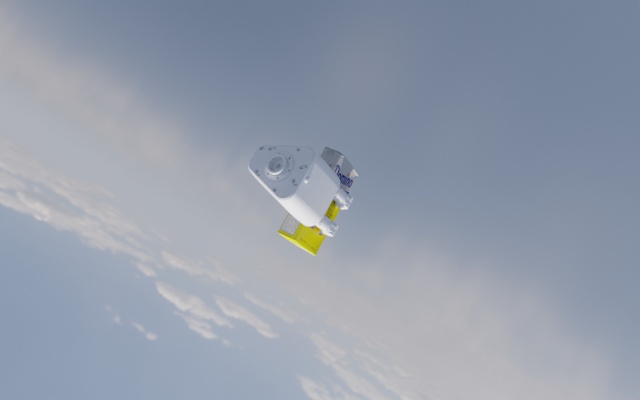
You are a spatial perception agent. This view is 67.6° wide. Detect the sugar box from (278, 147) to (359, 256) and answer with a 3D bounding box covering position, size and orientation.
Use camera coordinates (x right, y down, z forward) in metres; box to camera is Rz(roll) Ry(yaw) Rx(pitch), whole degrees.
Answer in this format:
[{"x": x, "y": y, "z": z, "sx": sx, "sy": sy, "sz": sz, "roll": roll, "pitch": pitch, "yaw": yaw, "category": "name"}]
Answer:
[{"x": 0.000, "y": 0.003, "z": 0.861, "sx": 0.048, "sy": 0.176, "sz": 0.093, "roll": 25, "pitch": -10, "yaw": 32, "category": "sugar box"}]
